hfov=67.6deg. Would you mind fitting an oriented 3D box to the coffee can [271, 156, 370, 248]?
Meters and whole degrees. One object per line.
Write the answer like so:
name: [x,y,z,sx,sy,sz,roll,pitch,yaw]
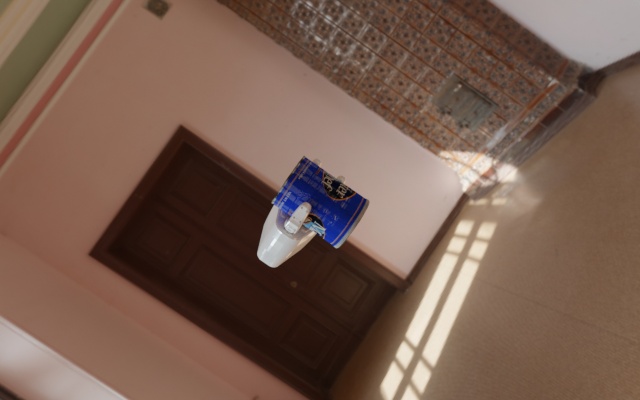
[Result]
coffee can: [0.000,0.003,0.839,0.140,0.103,0.103,35,-2,-2]
